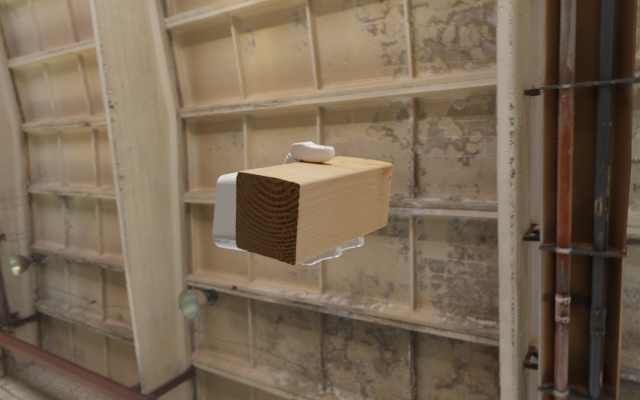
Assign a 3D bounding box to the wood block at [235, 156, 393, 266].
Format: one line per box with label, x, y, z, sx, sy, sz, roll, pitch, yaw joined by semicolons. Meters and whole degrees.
wood block;0.000;0.002;0.590;0.090;0.091;0.206;12;16;33
